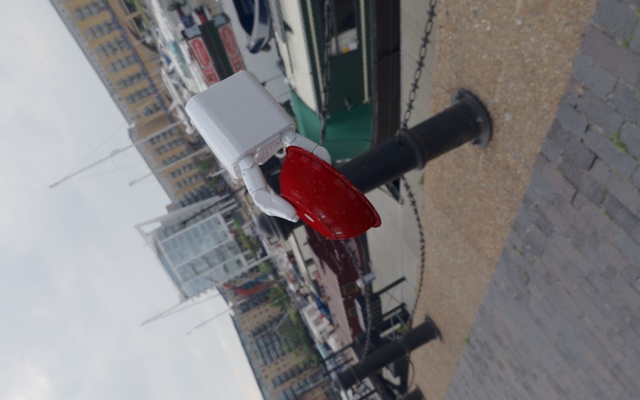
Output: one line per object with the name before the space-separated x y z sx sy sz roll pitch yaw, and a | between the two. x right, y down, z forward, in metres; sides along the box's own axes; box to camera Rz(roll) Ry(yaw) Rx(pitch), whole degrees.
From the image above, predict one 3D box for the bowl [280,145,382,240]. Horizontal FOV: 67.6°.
bowl | 0.001 0.003 0.625 0.162 0.055 0.162 38 -11 9
